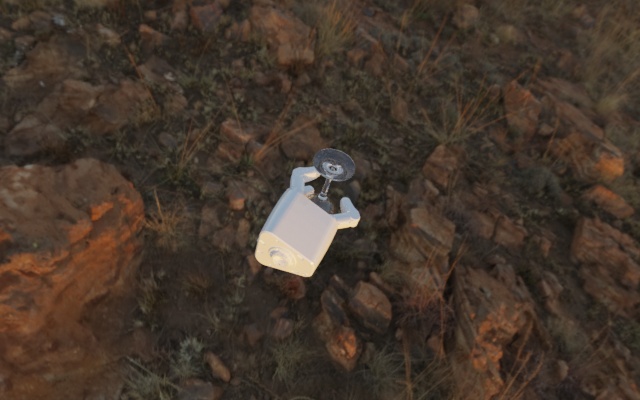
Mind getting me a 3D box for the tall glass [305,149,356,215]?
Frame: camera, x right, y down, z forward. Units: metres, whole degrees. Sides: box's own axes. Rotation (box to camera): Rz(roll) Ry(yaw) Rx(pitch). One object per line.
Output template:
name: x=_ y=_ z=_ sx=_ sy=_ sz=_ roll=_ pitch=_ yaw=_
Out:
tall glass: x=0.000 y=0.002 z=0.877 sx=0.079 sy=0.079 sz=0.201 roll=0 pitch=-40 yaw=-18
